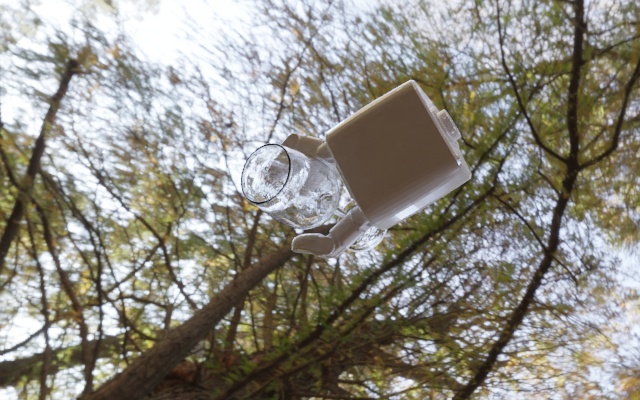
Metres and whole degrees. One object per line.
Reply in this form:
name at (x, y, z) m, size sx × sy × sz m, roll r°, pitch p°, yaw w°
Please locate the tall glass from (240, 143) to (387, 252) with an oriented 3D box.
tall glass at (0.000, 0.002, 0.534) m, size 0.079 × 0.079 × 0.201 m, roll 0°, pitch -16°, yaw 34°
